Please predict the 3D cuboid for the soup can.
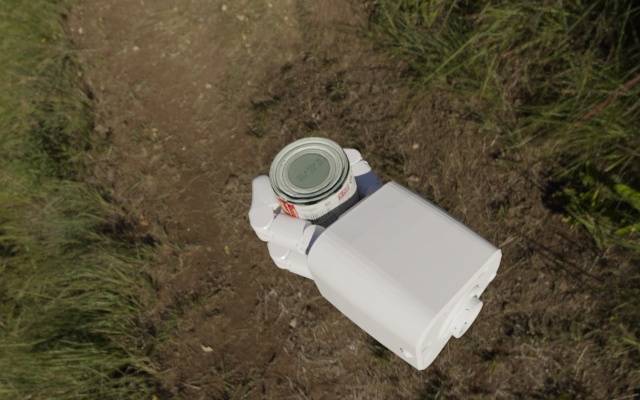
[{"bbox_3d":[0.000,0.001,0.421,0.068,0.068,0.102,0,-32,14],"label":"soup can"}]
